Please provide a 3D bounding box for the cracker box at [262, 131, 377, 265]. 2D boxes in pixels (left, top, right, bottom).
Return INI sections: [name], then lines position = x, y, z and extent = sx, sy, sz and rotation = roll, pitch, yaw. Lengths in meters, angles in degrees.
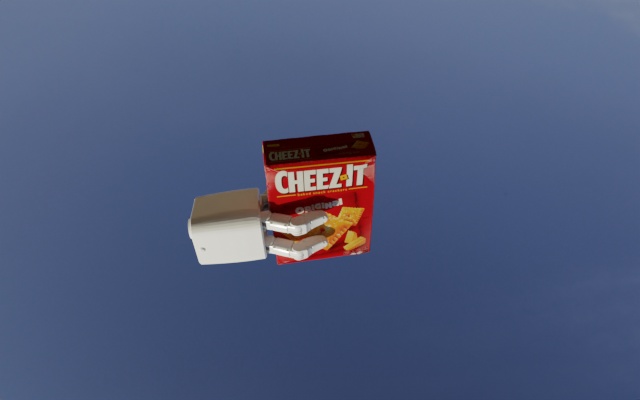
[cracker box]
position = 0.000, 0.003, 0.762
extent = 0.164, 0.214, 0.072
rotation = -7, 43, -5
